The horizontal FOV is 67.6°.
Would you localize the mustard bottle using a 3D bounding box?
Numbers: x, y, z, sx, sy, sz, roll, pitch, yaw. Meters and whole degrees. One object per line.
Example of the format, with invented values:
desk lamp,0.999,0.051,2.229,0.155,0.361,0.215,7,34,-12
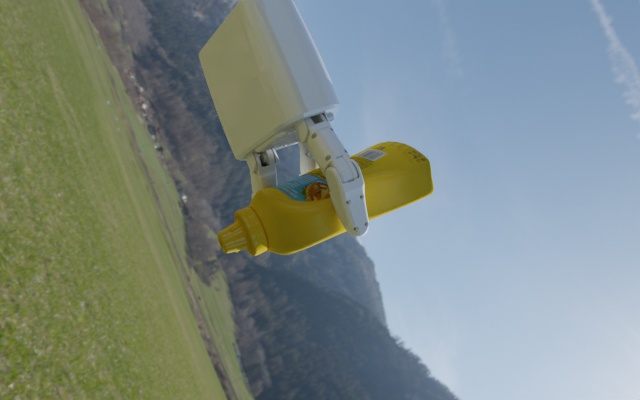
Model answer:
mustard bottle,0.000,0.002,0.429,0.191,0.058,0.096,-22,23,-22
